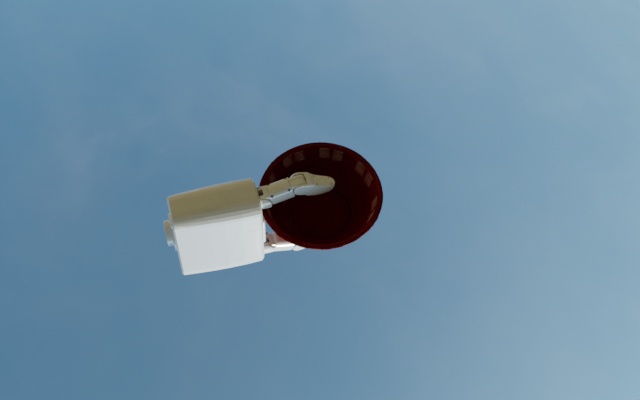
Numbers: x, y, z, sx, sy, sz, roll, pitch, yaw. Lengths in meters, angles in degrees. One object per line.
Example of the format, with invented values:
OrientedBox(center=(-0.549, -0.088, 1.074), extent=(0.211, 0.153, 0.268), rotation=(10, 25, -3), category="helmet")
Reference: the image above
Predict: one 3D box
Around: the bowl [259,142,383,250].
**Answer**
OrientedBox(center=(0.001, 0.002, 0.639), extent=(0.162, 0.162, 0.055), rotation=(0, -30, 0), category="bowl")
